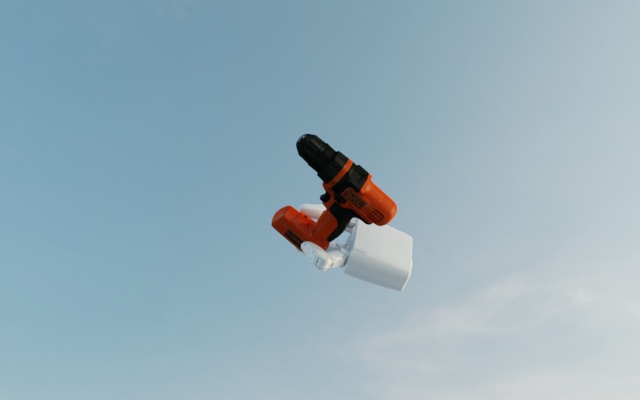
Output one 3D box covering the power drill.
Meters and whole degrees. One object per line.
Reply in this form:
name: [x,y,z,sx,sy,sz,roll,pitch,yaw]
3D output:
power drill: [0.000,0.003,0.754,0.188,0.184,0.057,-41,10,43]
